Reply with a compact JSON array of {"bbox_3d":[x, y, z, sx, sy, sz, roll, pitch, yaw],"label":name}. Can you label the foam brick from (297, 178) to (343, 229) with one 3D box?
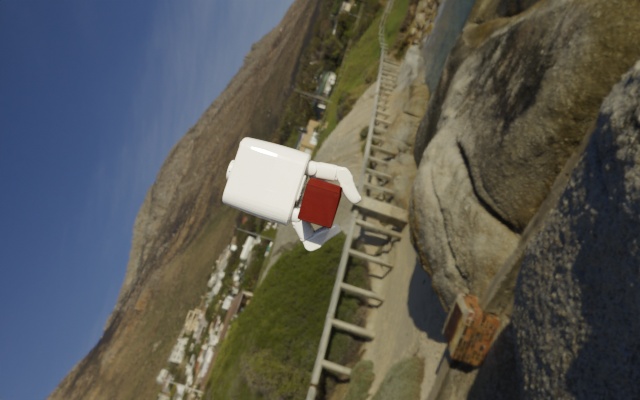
[{"bbox_3d":[0.000,0.002,0.695,0.051,0.053,0.078,17,10,0],"label":"foam brick"}]
